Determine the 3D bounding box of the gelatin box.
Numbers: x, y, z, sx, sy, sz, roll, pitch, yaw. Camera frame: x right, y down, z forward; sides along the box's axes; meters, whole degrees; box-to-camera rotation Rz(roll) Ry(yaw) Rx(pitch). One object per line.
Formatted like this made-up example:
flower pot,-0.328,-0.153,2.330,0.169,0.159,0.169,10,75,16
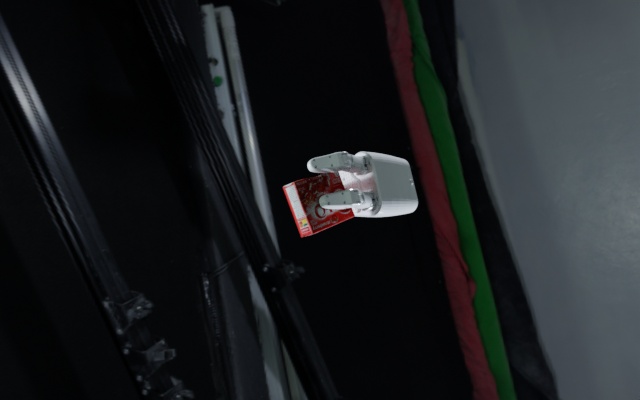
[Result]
gelatin box,0.000,0.002,0.656,0.089,0.073,0.030,-19,-1,-43
